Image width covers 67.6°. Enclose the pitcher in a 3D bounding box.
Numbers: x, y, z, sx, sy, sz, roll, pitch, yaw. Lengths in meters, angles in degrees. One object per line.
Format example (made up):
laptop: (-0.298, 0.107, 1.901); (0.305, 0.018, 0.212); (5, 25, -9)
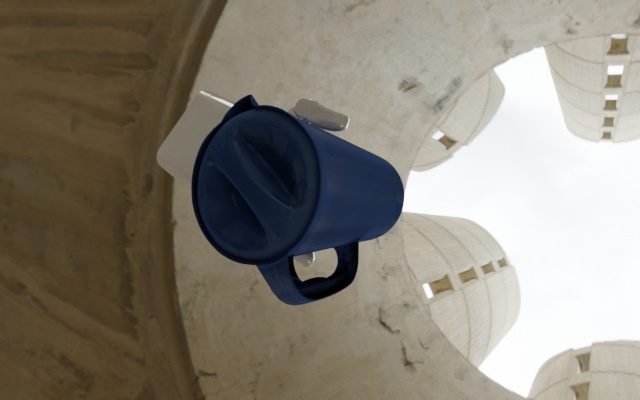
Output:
pitcher: (0.000, 0.001, 0.491); (0.145, 0.149, 0.243); (30, 12, 27)
